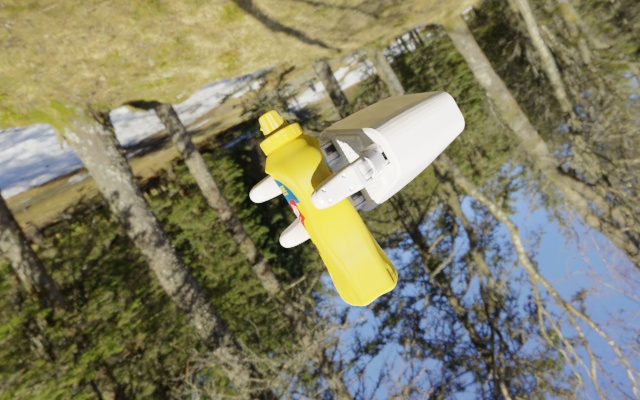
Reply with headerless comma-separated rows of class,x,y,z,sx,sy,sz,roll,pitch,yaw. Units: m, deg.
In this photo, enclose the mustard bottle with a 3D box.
mustard bottle,0.000,0.002,0.448,0.058,0.191,0.096,-31,5,-2
